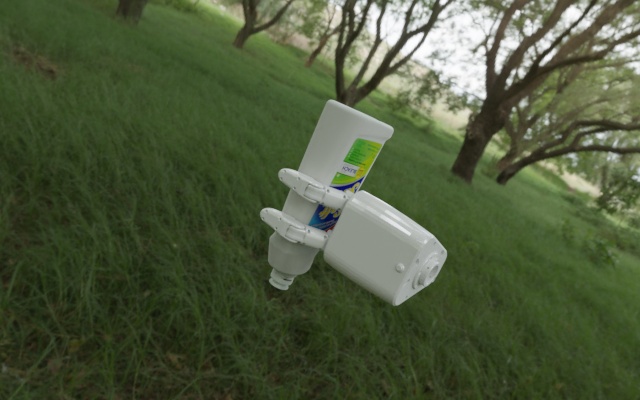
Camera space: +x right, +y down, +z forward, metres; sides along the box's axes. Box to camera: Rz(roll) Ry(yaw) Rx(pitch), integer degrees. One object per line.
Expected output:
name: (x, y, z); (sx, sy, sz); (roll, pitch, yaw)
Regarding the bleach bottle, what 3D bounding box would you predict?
bleach bottle: (0.000, 0.002, 0.622); (0.068, 0.251, 0.102); (33, 15, 33)
